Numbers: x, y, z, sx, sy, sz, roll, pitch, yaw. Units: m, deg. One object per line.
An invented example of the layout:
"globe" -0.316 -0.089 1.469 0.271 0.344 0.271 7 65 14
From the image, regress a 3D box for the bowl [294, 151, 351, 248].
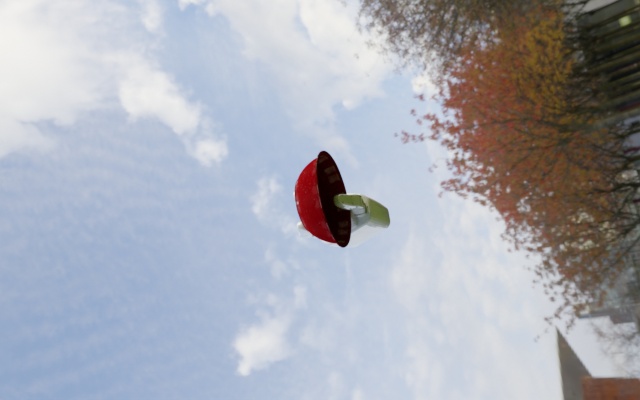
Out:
"bowl" -0.001 0.002 0.784 0.055 0.162 0.162 -13 -4 17
